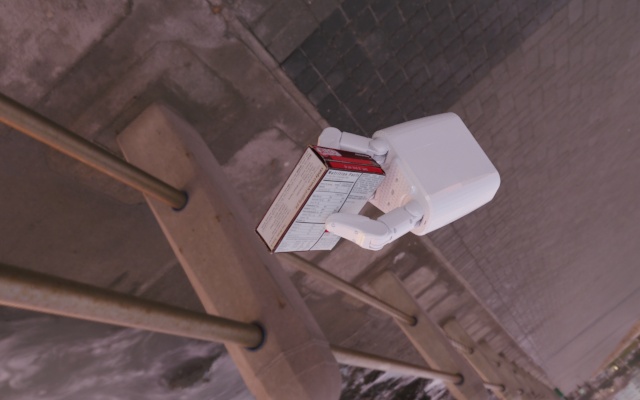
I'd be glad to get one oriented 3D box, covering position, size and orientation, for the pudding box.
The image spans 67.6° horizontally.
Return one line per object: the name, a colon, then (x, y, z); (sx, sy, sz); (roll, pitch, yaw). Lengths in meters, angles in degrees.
pudding box: (0.000, 0.002, 0.474); (0.090, 0.113, 0.039); (4, 38, -47)
